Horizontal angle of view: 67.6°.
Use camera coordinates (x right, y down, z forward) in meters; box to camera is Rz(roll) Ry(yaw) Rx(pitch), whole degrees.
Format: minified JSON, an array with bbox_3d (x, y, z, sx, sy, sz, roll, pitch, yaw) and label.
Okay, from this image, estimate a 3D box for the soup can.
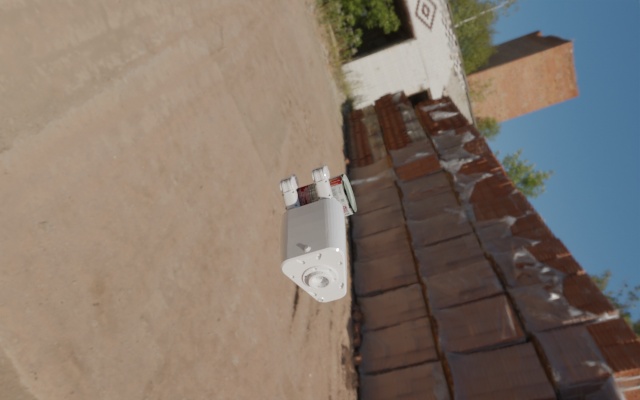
[{"bbox_3d":[0.000,0.002,0.777,0.102,0.068,0.068,-17,-4,12],"label":"soup can"}]
